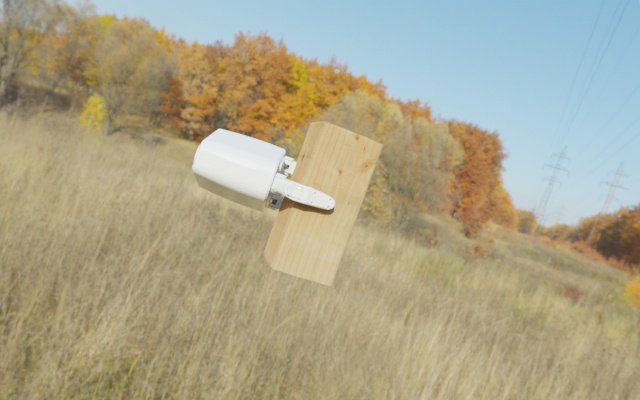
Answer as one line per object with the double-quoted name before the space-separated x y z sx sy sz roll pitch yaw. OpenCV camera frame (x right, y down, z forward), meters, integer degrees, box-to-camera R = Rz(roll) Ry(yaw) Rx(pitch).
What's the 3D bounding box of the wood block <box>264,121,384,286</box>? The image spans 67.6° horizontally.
"wood block" 0.000 0.002 0.672 0.090 0.206 0.091 19 2 -15
